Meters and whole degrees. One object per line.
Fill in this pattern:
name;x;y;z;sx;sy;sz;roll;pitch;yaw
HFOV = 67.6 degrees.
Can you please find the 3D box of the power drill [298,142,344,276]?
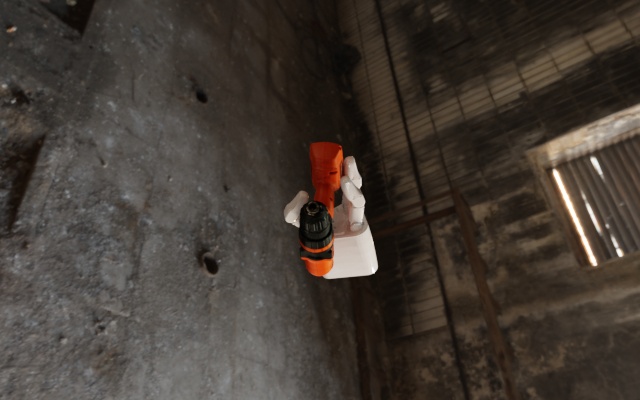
power drill;0.000;0.002;0.747;0.057;0.187;0.185;5;-33;5
